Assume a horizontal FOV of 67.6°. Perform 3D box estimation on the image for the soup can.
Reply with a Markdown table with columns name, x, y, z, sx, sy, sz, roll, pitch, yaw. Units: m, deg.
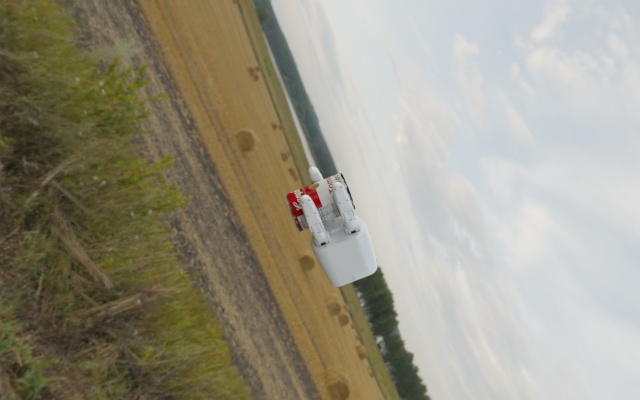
| name | x | y | z | sx | sy | sz | roll | pitch | yaw |
| --- | --- | --- | --- | --- | --- | --- | --- | --- | --- |
| soup can | 0.000 | 0.002 | 0.798 | 0.102 | 0.068 | 0.068 | -21 | 0 | 1 |
